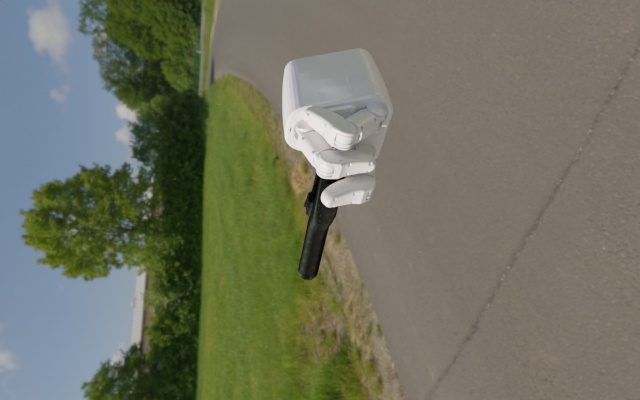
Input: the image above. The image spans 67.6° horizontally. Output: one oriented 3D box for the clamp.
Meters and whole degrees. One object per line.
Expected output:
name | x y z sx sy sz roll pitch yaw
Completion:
clamp | 0.000 0.002 0.569 0.039 0.120 0.172 6 -44 -13
